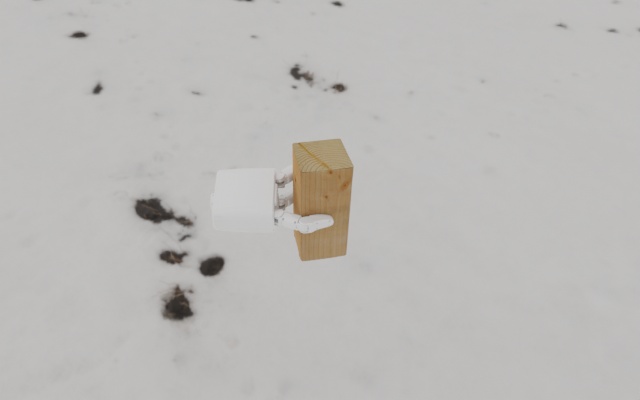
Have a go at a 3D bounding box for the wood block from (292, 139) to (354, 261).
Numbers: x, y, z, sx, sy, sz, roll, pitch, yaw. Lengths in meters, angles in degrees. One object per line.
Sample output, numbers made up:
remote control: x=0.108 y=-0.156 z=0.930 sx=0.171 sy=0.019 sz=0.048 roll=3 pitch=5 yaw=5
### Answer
wood block: x=0.000 y=0.003 z=0.864 sx=0.090 sy=0.206 sz=0.090 roll=-7 pitch=40 yaw=-10
